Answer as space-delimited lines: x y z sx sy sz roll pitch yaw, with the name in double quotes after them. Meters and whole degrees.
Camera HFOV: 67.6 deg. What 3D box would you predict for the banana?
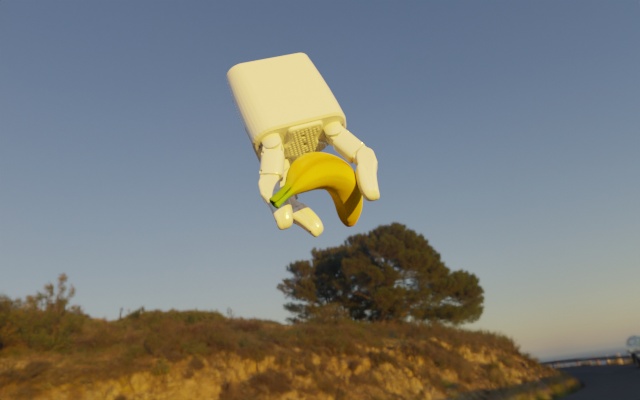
0.010 -0.013 0.523 0.037 0.069 0.198 44 11 26 "banana"
